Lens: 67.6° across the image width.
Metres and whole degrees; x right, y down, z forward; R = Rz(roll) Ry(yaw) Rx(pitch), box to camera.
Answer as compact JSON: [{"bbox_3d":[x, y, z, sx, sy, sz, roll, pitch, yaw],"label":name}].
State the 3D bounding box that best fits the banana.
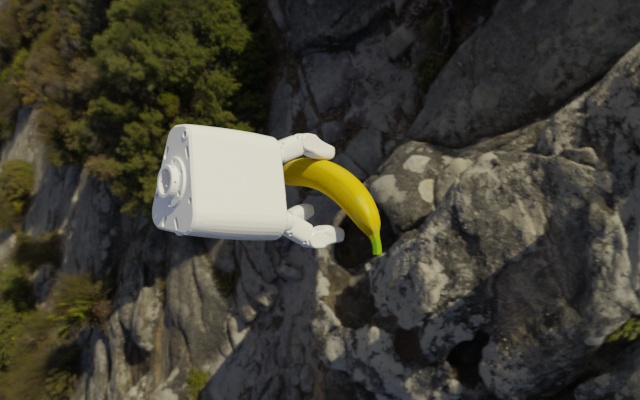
[{"bbox_3d":[0.008,-0.013,0.574,0.037,0.070,0.197,0,29,-42],"label":"banana"}]
